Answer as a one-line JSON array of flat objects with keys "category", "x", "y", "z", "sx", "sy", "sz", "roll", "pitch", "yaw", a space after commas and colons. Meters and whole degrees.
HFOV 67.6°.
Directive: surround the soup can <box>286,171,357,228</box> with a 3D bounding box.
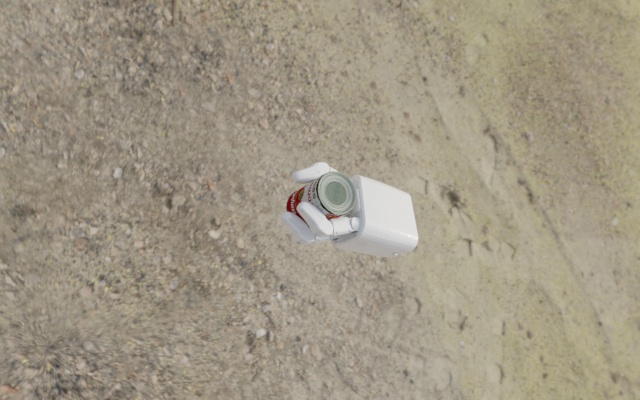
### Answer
[{"category": "soup can", "x": 0.000, "y": 0.002, "z": 0.720, "sx": 0.068, "sy": 0.068, "sz": 0.102, "roll": 0, "pitch": -15, "yaw": -30}]
